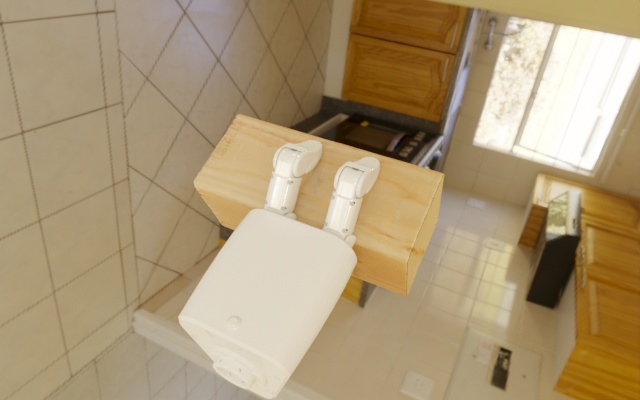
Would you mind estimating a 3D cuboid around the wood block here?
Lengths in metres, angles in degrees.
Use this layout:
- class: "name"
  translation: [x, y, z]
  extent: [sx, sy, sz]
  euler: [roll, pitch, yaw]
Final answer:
- class: "wood block"
  translation: [0.000, 0.002, 0.454]
  extent: [0.206, 0.090, 0.091]
  euler: [19, -25, 19]
